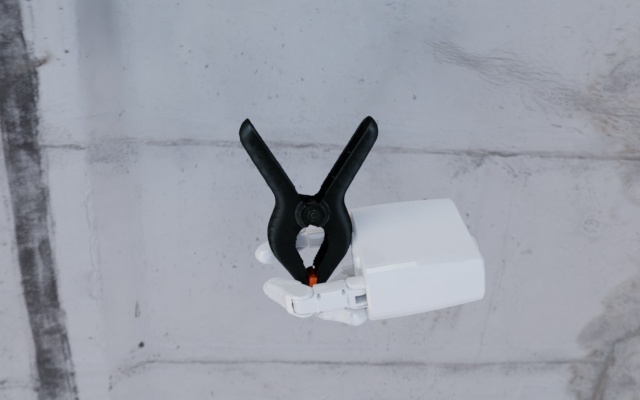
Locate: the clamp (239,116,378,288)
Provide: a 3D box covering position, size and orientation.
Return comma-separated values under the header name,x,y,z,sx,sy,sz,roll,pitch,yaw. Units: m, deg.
name,x,y,z,sx,sy,sz,roll,pitch,yaw
clamp,0.000,0.002,0.435,0.120,0.171,0.039,-9,22,-1
